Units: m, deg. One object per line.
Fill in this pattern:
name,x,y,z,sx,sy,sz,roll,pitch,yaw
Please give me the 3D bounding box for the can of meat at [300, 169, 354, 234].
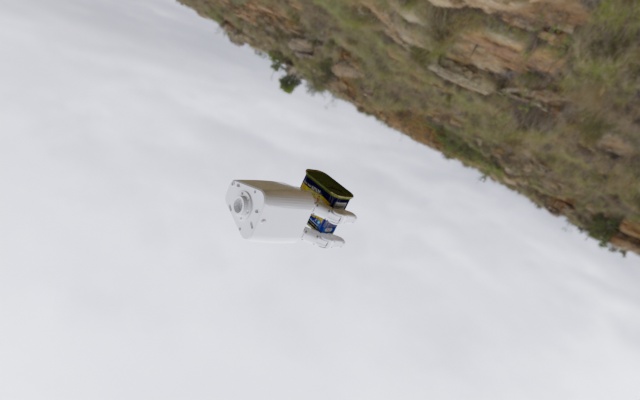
can of meat,0.000,0.003,0.880,0.057,0.084,0.102,2,30,-48
